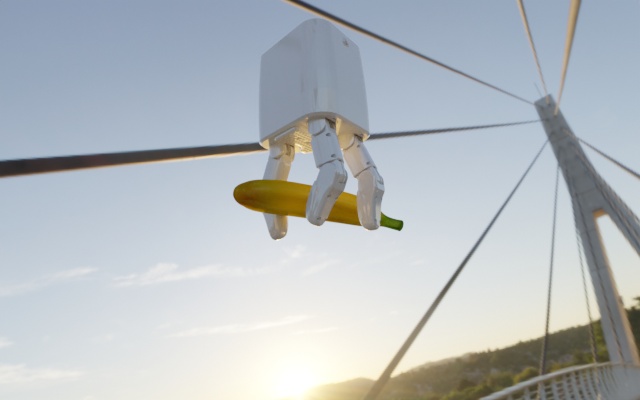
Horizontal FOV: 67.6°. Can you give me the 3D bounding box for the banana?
[{"bbox_3d":[-0.007,0.002,0.496,0.198,0.037,0.069,9,-4,-31],"label":"banana"}]
